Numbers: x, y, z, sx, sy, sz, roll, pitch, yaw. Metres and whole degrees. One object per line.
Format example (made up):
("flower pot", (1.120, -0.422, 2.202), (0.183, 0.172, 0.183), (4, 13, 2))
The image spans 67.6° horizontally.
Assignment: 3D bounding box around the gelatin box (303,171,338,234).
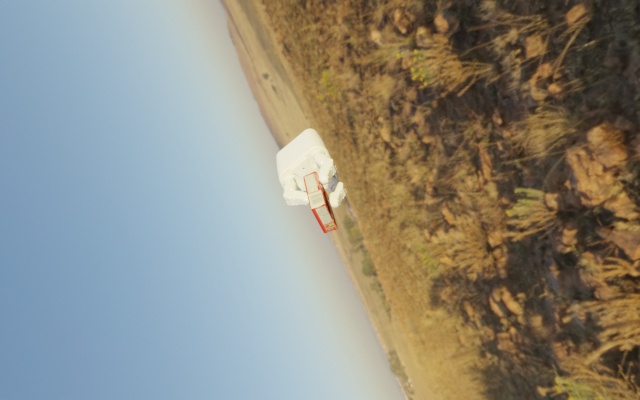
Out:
("gelatin box", (0.000, 0.003, 0.860), (0.030, 0.089, 0.073), (-21, -45, 6))
